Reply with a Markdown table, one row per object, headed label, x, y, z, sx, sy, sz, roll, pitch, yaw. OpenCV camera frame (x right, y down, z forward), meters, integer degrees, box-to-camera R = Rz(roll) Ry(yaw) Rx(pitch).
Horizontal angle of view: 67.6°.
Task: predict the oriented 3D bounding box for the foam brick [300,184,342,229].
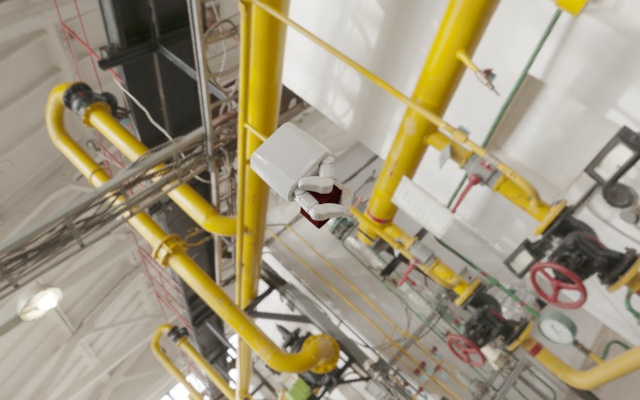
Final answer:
| label | x | y | z | sx | sy | sz | roll | pitch | yaw |
| --- | --- | --- | --- | --- | --- | --- | --- | --- | --- |
| foam brick | 0.000 | 0.003 | 0.881 | 0.053 | 0.051 | 0.078 | -40 | -22 | -30 |
